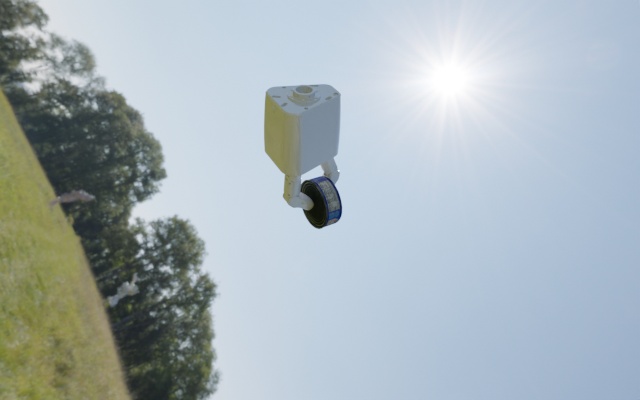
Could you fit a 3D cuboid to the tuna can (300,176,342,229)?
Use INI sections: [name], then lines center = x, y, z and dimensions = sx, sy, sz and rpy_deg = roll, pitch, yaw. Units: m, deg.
[tuna can]
center = 0.001, 0.003, 0.805
dimensions = 0.034, 0.086, 0.086
rpy_deg = -18, 8, -28
